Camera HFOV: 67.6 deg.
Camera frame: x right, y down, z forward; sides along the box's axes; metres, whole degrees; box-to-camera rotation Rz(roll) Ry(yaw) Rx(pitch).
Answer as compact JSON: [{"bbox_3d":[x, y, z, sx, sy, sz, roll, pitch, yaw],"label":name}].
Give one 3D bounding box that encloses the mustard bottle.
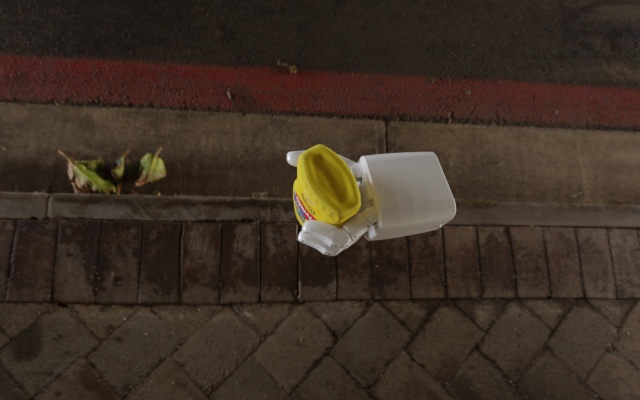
[{"bbox_3d":[0.000,0.002,0.655,0.058,0.096,0.192,-32,-11,-15],"label":"mustard bottle"}]
